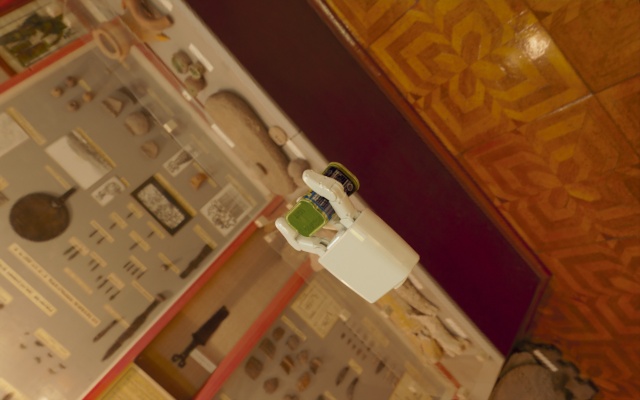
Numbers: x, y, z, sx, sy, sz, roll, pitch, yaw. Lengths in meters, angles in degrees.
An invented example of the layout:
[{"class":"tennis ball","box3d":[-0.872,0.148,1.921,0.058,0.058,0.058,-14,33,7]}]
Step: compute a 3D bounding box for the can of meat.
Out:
[{"class":"can of meat","box3d":[0.000,0.002,0.716,0.084,0.057,0.102,-49,3,-31]}]
